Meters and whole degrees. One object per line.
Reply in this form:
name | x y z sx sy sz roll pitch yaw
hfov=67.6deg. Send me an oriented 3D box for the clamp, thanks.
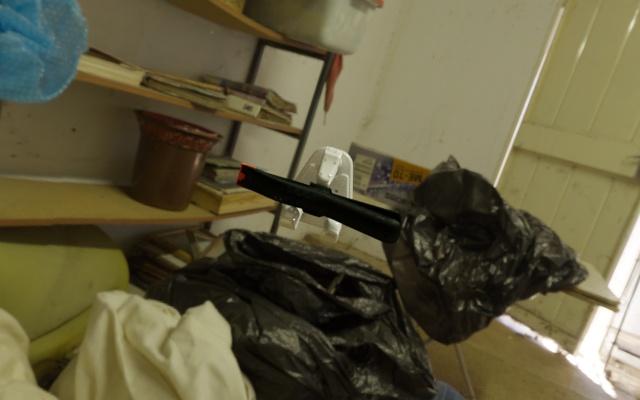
clamp | 0.000 0.001 0.550 0.210 0.036 0.164 18 4 2
